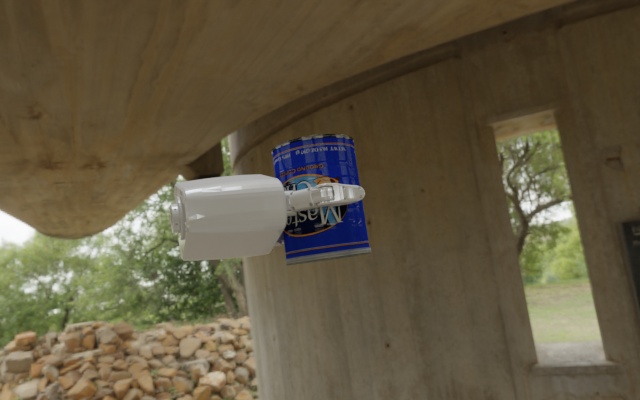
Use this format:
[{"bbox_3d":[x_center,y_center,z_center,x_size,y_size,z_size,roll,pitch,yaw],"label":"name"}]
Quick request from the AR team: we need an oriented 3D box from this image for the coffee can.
[{"bbox_3d":[0.000,0.002,0.578,0.103,0.140,0.103,-8,-8,-1],"label":"coffee can"}]
